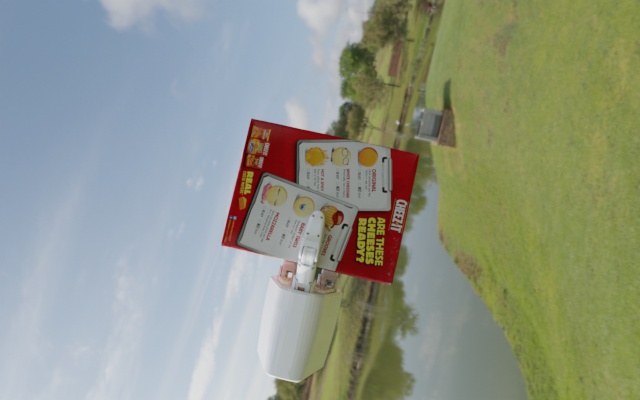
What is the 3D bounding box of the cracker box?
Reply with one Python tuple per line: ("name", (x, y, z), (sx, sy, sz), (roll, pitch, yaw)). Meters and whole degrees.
("cracker box", (0.000, 0.002, 0.607), (0.213, 0.164, 0.072), (12, -3, 3))
